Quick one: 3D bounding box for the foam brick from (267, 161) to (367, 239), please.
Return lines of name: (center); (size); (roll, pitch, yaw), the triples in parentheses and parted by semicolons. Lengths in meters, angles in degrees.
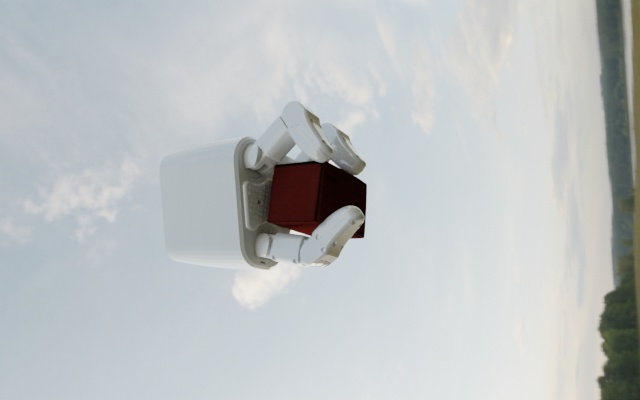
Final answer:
foam brick: (0.000, 0.002, 0.419); (0.051, 0.053, 0.078); (-4, -16, 34)
